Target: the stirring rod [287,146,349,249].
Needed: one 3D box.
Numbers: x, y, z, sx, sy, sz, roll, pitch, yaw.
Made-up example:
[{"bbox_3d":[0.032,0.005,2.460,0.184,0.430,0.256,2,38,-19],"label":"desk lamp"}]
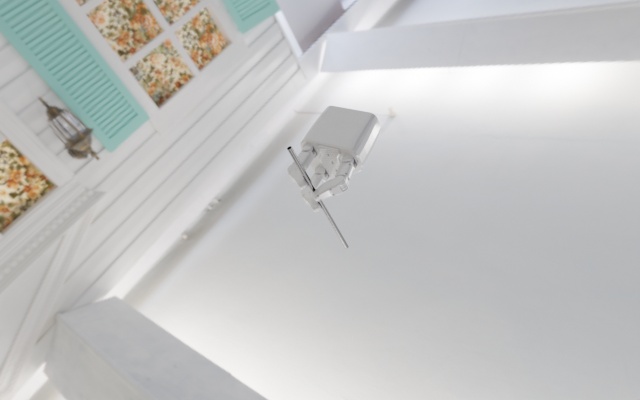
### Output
[{"bbox_3d":[0.000,0.002,0.801,0.011,0.011,0.240,0,-43,33],"label":"stirring rod"}]
